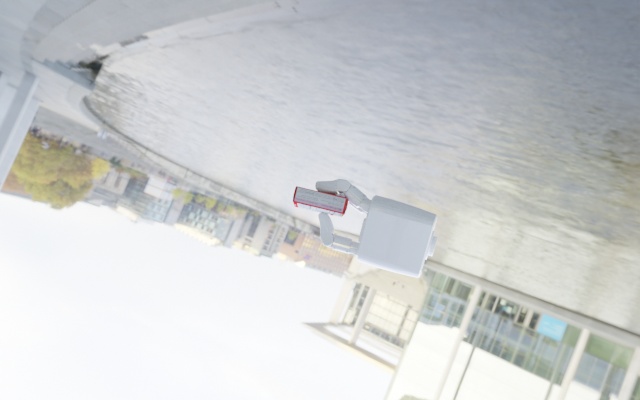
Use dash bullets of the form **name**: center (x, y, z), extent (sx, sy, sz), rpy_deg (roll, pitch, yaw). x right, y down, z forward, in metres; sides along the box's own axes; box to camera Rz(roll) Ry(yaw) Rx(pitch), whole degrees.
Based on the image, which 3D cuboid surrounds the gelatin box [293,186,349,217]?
- **gelatin box**: center (0.000, 0.003, 0.799), extent (0.089, 0.030, 0.073), rpy_deg (13, -6, 1)
